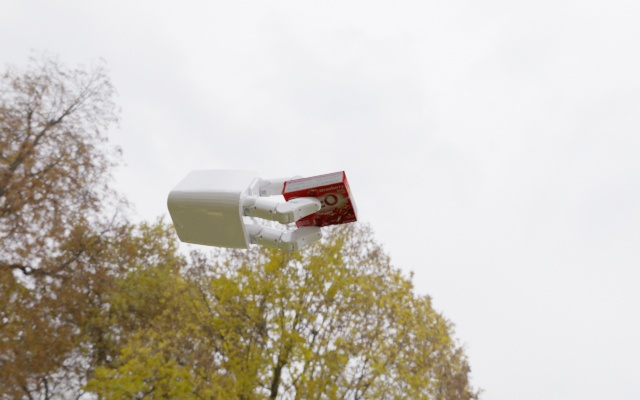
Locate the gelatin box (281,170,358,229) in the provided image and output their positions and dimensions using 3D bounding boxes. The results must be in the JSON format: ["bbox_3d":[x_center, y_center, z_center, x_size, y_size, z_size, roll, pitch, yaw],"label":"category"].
[{"bbox_3d":[0.000,0.002,0.655,0.089,0.073,0.030,-10,39,14],"label":"gelatin box"}]
